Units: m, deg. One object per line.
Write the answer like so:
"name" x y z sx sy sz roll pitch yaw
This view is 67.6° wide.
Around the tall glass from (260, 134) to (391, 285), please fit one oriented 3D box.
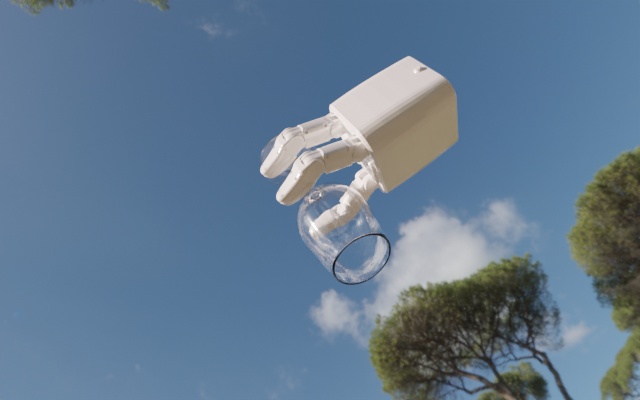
"tall glass" 0.000 0.001 0.520 0.079 0.079 0.201 0 33 -28
